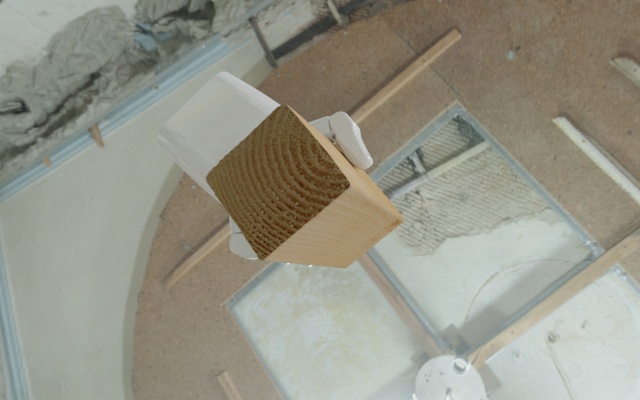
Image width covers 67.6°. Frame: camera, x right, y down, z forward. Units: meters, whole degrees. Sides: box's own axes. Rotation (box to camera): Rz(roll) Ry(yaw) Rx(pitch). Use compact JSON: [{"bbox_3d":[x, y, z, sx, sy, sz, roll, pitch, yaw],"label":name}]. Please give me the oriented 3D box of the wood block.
[{"bbox_3d":[0.000,0.001,0.452,0.091,0.090,0.206,-41,-20,10],"label":"wood block"}]
